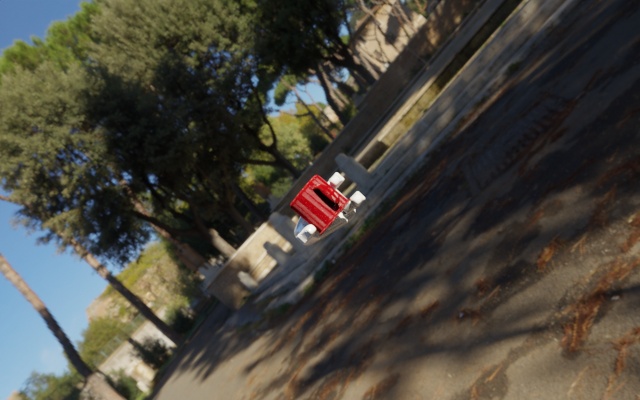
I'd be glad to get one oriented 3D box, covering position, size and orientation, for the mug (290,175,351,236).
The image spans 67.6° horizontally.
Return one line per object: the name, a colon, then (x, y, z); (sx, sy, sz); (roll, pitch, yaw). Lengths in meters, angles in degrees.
mug: (0.000, 0.002, 0.892); (0.081, 0.093, 0.117); (40, -22, 1)
